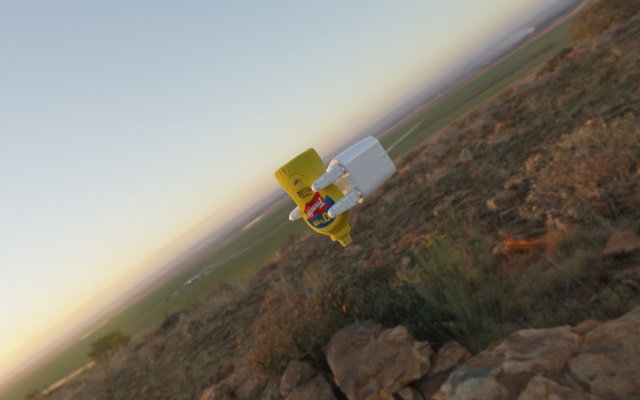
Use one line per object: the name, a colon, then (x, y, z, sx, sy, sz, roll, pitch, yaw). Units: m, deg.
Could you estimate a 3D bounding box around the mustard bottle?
mustard bottle: (0.000, 0.003, 0.898, 0.096, 0.191, 0.058, -31, 6, 36)
